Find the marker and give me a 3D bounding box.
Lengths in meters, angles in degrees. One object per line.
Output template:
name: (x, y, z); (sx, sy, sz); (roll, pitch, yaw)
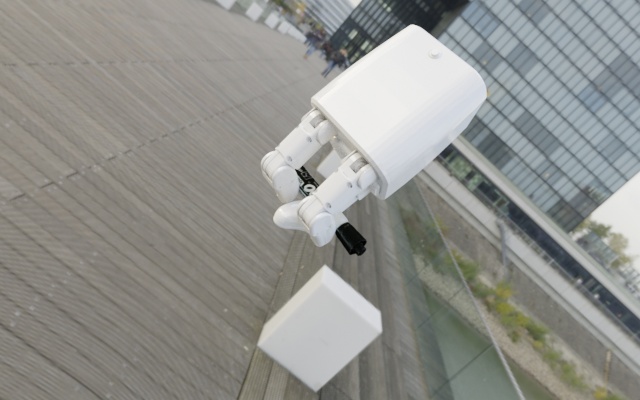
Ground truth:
marker: (0.000, 0.001, 0.422); (0.020, 0.020, 0.121); (0, 44, -53)
